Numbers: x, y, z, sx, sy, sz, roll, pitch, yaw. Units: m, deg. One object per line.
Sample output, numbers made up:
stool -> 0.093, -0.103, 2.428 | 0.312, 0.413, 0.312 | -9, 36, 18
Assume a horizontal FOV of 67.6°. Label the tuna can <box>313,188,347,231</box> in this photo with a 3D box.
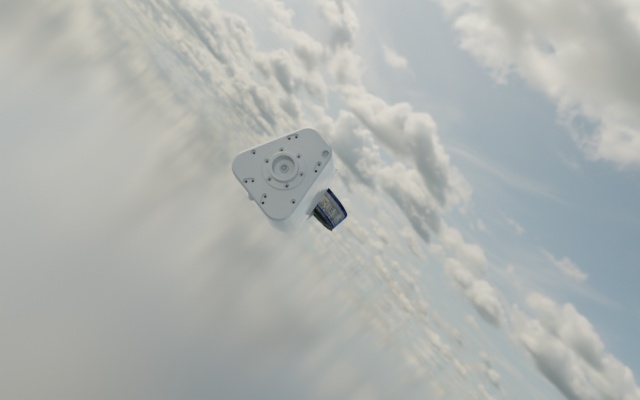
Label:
tuna can -> 0.001, 0.002, 0.700 | 0.034, 0.086, 0.086 | -41, 7, -8
